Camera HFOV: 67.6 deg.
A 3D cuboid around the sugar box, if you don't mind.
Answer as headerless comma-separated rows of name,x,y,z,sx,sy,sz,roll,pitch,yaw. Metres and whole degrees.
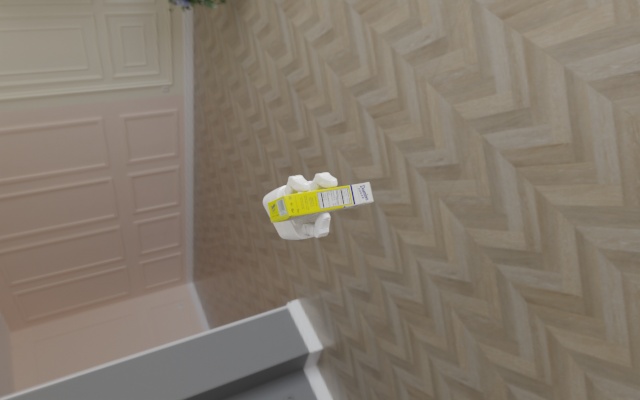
sugar box,0.000,0.002,0.893,0.176,0.048,0.093,-12,-2,-26
